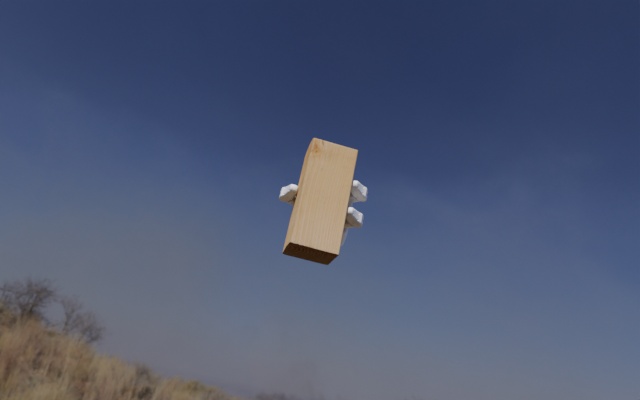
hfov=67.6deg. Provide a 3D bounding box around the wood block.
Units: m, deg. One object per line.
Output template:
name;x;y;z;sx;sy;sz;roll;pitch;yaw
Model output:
wood block;0.000;0.003;0.887;0.091;0.206;0.090;15;-22;-8
